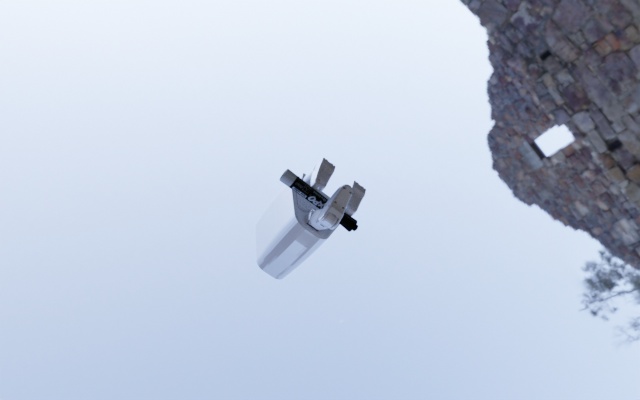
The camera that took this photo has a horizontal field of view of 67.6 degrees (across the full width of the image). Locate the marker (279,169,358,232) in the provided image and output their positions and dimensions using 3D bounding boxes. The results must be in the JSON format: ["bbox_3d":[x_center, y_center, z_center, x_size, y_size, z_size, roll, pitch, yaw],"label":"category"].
[{"bbox_3d":[0.000,0.002,0.619,0.121,0.020,0.020,37,-9,-13],"label":"marker"}]
